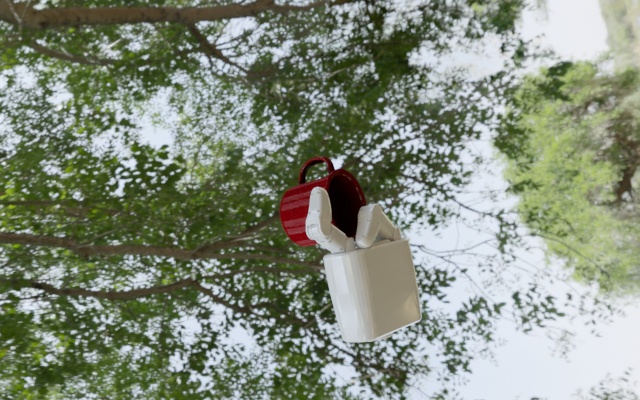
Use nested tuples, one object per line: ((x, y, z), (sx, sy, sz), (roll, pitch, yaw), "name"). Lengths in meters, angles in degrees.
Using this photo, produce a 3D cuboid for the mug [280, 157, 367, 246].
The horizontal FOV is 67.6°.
((0.000, 0.001, 0.616), (0.081, 0.117, 0.093), (-15, -6, 34), "mug")
